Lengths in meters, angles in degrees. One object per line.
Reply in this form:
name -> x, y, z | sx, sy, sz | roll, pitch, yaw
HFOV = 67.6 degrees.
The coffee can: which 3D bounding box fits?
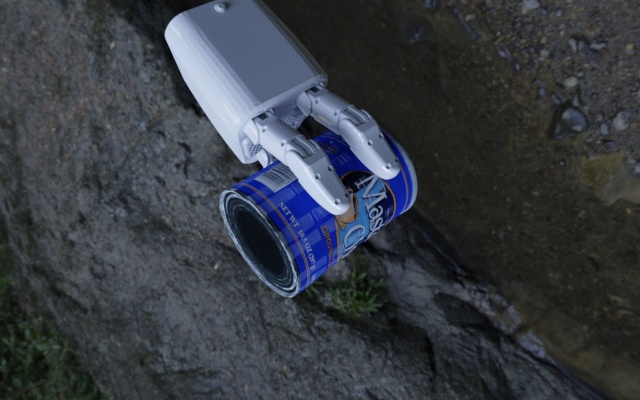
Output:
coffee can -> 0.000, 0.001, 0.416 | 0.140, 0.103, 0.103 | -34, 17, -27
